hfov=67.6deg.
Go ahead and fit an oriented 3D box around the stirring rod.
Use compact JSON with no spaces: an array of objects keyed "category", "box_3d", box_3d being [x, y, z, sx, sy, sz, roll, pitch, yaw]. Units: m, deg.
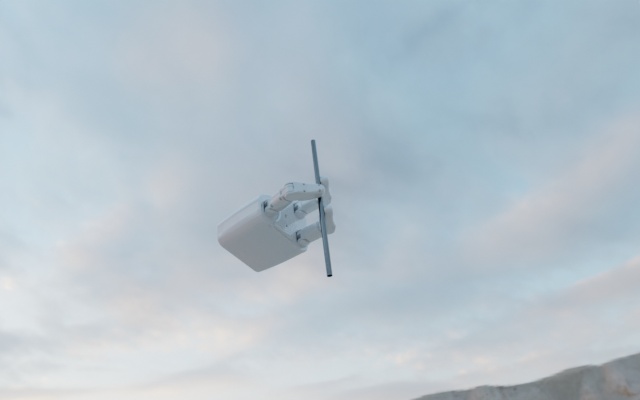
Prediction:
[{"category":"stirring rod","box_3d":[0.000,0.002,0.707,0.011,0.239,0.011,-5,-34,-3]}]
